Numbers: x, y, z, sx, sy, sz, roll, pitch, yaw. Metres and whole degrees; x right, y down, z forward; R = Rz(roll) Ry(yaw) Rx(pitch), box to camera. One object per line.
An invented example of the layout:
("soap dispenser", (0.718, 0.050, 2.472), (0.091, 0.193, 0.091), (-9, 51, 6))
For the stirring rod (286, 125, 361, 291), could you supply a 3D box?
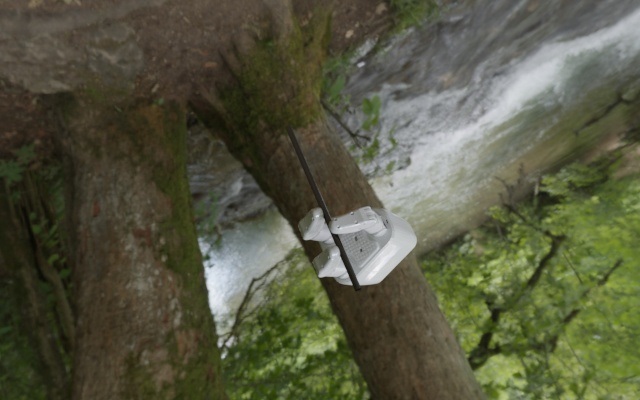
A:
("stirring rod", (0.000, 0.002, 0.601), (0.011, 0.239, 0.011), (-20, -23, -9))
